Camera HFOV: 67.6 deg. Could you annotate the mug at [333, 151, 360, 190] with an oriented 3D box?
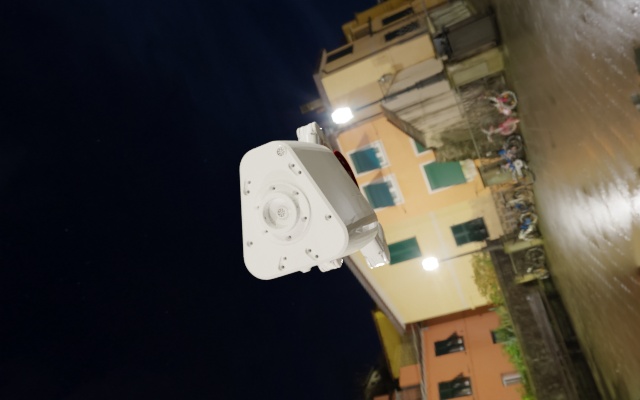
[{"bbox_3d":[0.000,0.002,0.540,0.081,0.093,0.117,-19,-4,17],"label":"mug"}]
